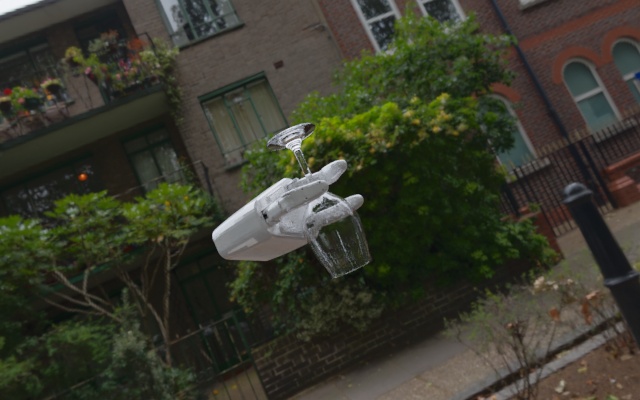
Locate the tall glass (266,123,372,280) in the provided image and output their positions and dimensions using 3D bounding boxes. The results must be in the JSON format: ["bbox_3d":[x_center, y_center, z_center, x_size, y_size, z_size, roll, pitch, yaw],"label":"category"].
[{"bbox_3d":[0.000,0.001,0.642,0.079,0.201,0.079,-24,-7,-3],"label":"tall glass"}]
